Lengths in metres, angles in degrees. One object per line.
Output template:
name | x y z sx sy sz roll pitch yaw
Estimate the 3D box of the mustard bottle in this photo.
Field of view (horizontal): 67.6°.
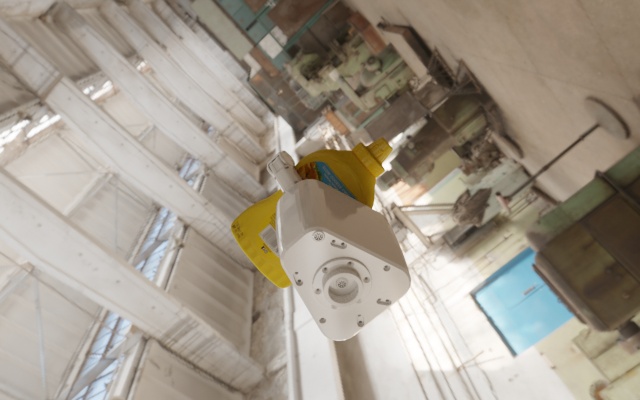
mustard bottle | 0.000 0.002 0.518 0.191 0.096 0.058 -41 -5 11
